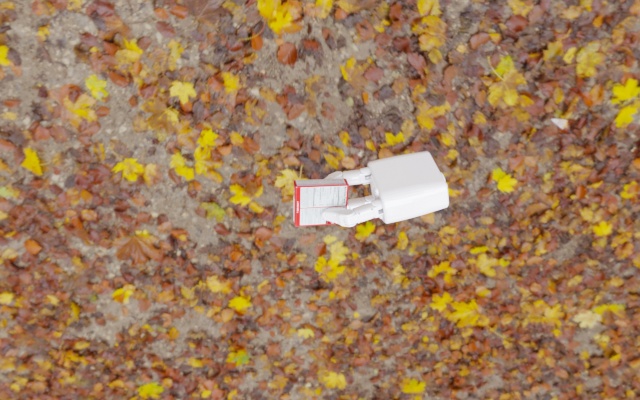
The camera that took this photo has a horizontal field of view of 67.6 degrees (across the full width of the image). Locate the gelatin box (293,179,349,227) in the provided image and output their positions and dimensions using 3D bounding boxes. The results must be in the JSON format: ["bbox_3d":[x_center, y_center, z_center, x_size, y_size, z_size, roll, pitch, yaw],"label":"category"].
[{"bbox_3d":[0.000,0.003,0.784,0.089,0.073,0.030,-3,27,-11],"label":"gelatin box"}]
